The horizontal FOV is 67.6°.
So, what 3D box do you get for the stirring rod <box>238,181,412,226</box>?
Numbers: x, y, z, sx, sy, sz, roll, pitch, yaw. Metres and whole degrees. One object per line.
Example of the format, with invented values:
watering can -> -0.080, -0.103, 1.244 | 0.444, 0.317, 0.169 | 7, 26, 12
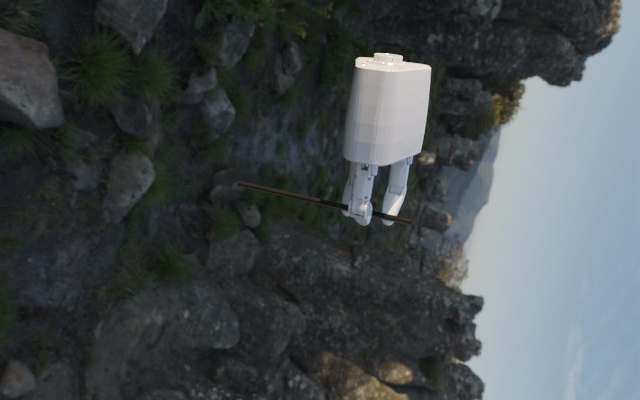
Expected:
stirring rod -> 0.000, 0.002, 0.622 | 0.239, 0.011, 0.011 | 13, 4, 18
